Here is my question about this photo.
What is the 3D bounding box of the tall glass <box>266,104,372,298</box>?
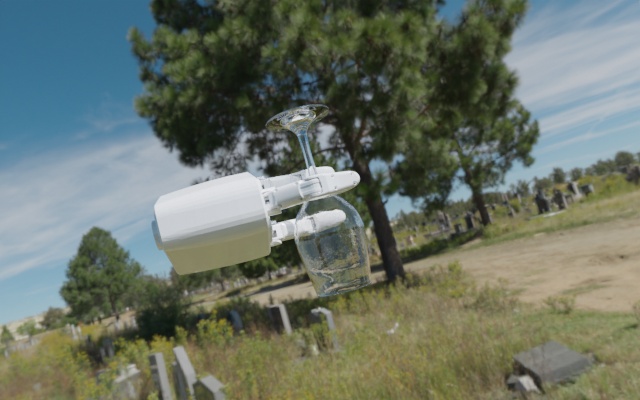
[{"bbox_3d":[0.000,0.001,0.529,0.079,0.201,0.079,-16,-6,-2],"label":"tall glass"}]
